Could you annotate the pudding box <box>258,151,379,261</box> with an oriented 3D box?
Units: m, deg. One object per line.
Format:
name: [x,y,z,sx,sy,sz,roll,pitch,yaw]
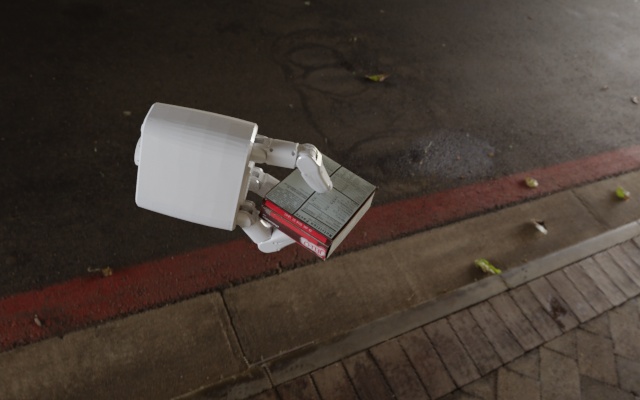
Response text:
pudding box: [0.000,0.002,0.533,0.090,0.039,0.113,33,48,13]
